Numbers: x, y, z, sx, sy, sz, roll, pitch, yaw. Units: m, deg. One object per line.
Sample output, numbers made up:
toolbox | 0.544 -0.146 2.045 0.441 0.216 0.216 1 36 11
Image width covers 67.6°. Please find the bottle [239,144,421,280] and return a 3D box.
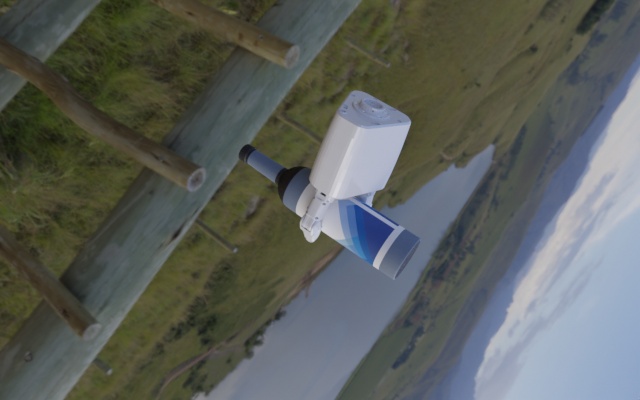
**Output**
bottle | 0.000 0.002 0.686 0.295 0.069 0.069 33 11 18
